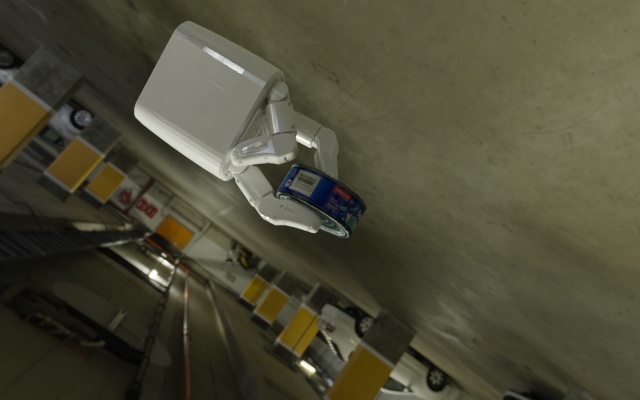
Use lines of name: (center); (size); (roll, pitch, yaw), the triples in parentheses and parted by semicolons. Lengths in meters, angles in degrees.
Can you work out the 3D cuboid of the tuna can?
tuna can: (0.000, 0.002, 0.471); (0.086, 0.033, 0.086); (29, -13, 7)
